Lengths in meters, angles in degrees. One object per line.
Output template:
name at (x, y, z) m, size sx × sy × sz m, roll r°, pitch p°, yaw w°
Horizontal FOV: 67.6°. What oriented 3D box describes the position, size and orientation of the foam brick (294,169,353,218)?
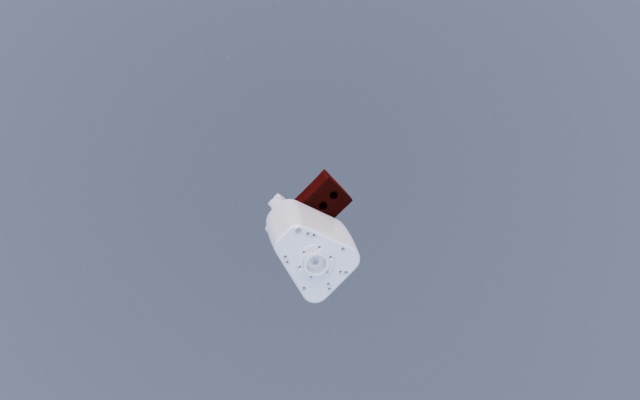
foam brick at (0.000, 0.002, 0.713) m, size 0.053 × 0.078 × 0.051 m, roll 43°, pitch 5°, yaw -18°
